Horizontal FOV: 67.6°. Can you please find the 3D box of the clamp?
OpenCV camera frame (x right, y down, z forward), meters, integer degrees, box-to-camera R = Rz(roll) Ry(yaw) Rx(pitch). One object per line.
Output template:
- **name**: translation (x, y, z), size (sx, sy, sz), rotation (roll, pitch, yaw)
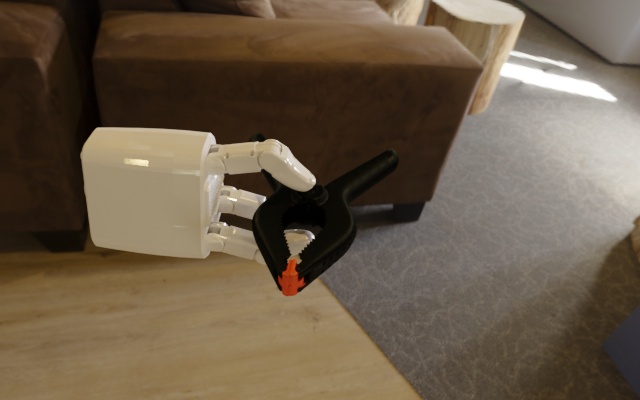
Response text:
- **clamp**: translation (0.000, 0.001, 0.457), size (0.164, 0.036, 0.209), rotation (2, 40, 0)
